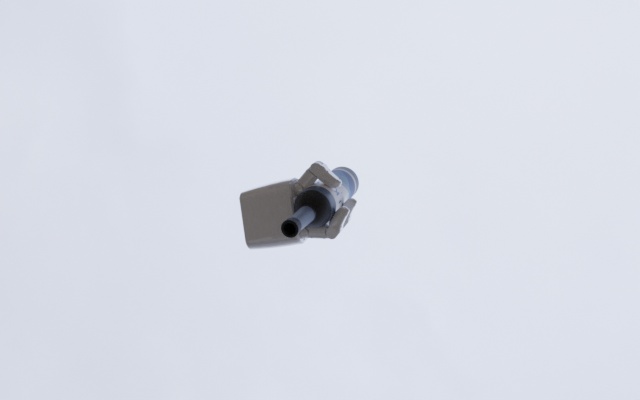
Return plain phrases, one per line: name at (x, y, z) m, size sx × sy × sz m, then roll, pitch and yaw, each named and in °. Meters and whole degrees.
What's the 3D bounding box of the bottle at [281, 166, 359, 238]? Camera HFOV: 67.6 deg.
bottle at (0.000, 0.003, 0.821) m, size 0.069 × 0.069 × 0.295 m, roll 0°, pitch 15°, yaw 18°
